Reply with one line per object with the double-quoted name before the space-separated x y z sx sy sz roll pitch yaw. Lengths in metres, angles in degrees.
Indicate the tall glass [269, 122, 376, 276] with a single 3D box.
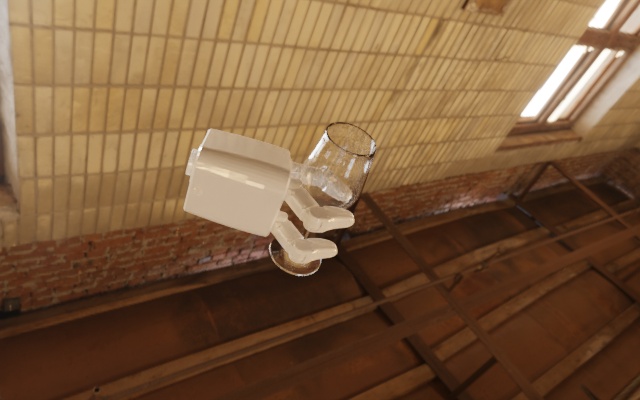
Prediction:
"tall glass" 0.000 0.002 0.592 0.079 0.201 0.079 16 38 -13
